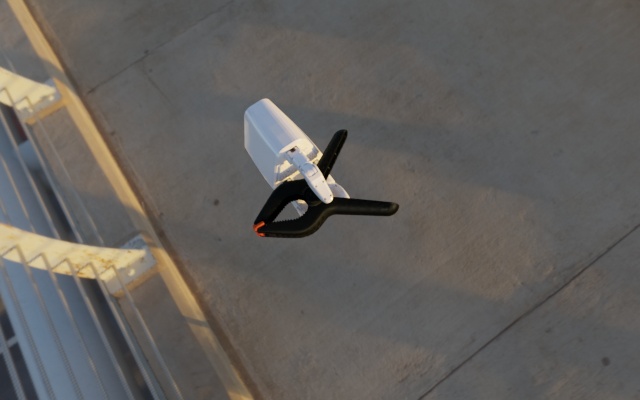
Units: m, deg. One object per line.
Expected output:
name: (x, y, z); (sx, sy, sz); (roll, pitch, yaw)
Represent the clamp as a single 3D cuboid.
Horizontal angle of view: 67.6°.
clamp: (-0.001, 0.002, 0.714); (0.210, 0.164, 0.036); (-35, -25, -8)
